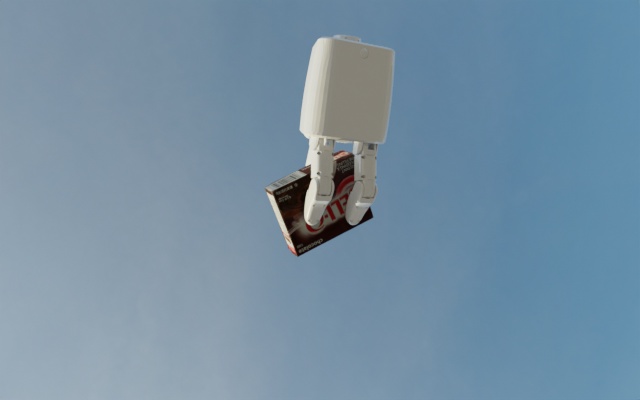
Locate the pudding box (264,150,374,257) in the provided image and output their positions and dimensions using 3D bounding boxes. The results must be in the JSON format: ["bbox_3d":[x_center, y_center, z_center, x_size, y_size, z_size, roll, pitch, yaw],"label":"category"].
[{"bbox_3d":[0.000,0.002,0.578,0.113,0.090,0.039,-26,22,-14],"label":"pudding box"}]
